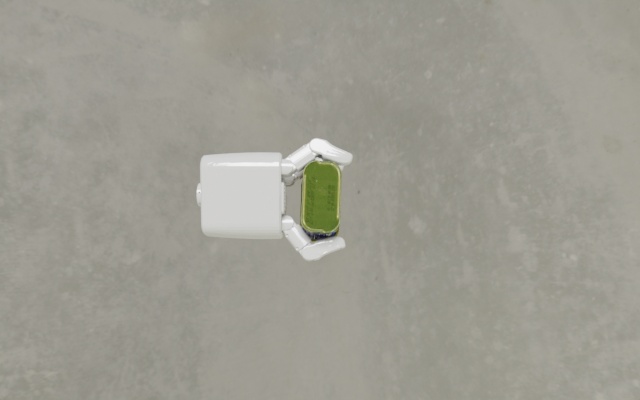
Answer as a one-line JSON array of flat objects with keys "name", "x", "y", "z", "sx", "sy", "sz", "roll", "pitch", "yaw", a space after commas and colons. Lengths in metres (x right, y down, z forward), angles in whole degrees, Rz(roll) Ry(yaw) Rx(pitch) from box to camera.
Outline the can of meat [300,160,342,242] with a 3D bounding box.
[{"name": "can of meat", "x": 0.000, "y": 0.002, "z": 0.655, "sx": 0.057, "sy": 0.102, "sz": 0.084, "roll": 2, "pitch": -11, "yaw": -1}]
